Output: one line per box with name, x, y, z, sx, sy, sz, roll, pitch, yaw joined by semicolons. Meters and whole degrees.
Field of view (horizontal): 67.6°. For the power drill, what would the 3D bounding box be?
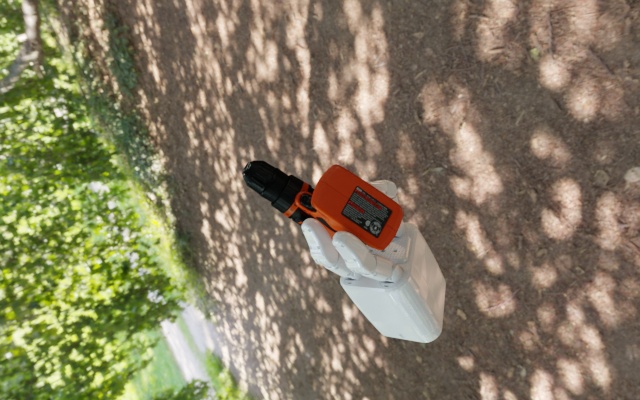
power drill;0.000;0.002;0.574;0.184;0.057;0.187;31;-10;-15
